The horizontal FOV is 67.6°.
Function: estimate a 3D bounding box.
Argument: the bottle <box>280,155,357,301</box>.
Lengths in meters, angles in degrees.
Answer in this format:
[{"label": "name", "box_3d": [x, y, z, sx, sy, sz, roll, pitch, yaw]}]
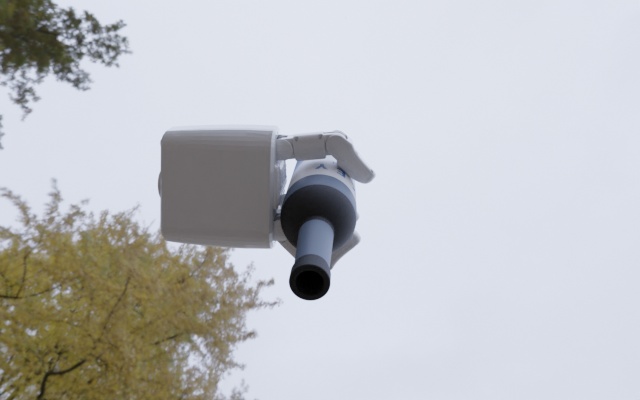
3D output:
[{"label": "bottle", "box_3d": [0.000, 0.001, 0.447, 0.069, 0.069, 0.295, 0, 21, 3]}]
